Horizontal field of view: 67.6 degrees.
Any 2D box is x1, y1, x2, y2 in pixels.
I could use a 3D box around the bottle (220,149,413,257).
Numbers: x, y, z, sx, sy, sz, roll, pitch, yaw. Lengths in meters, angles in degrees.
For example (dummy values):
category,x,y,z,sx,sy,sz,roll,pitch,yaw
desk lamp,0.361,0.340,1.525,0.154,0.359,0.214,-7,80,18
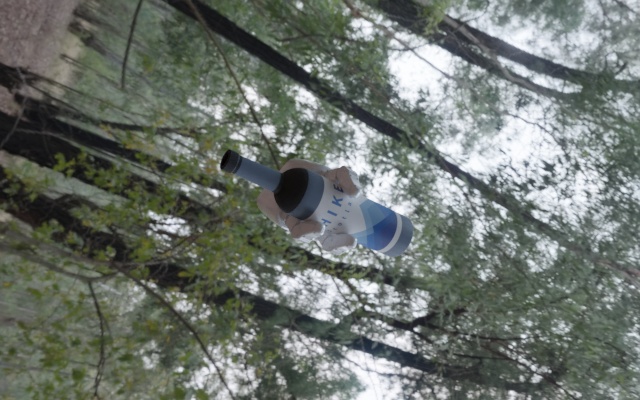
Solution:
category,x,y,z,sx,sy,sz,roll,pitch,yaw
bottle,0.000,0.002,0.658,0.296,0.069,0.069,24,-12,-29
